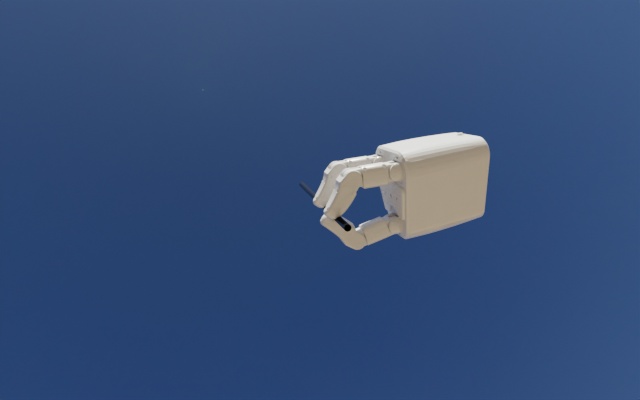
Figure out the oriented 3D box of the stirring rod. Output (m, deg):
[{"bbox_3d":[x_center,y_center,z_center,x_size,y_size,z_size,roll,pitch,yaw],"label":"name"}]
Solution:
[{"bbox_3d":[0.000,0.002,0.605,0.011,0.011,0.239,0,13,-14],"label":"stirring rod"}]
